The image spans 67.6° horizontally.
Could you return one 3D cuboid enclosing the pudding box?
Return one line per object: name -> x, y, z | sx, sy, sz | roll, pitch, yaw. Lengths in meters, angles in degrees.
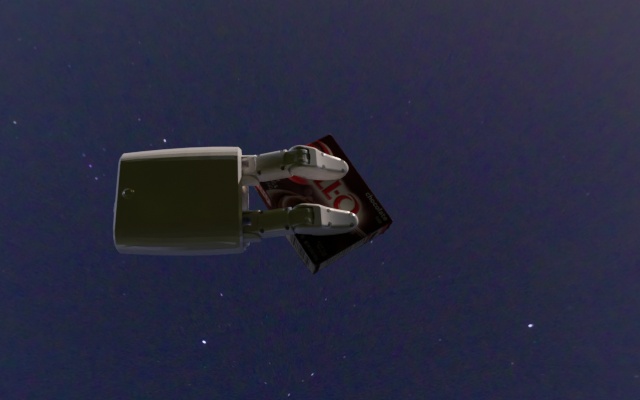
pudding box -> 0.000, 0.002, 0.463 | 0.090, 0.113, 0.039 | -29, -15, -19
